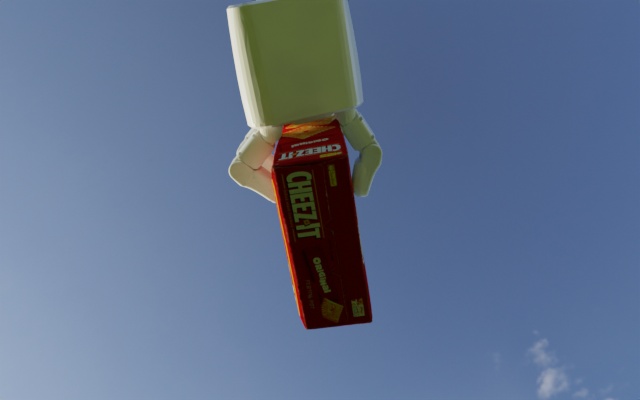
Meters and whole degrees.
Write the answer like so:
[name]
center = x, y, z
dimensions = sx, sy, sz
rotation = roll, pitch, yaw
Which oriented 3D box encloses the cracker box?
[cracker box]
center = 0.000, 0.002, 0.498
dimensions = 0.072, 0.164, 0.213
rotation = -9, 22, 3
